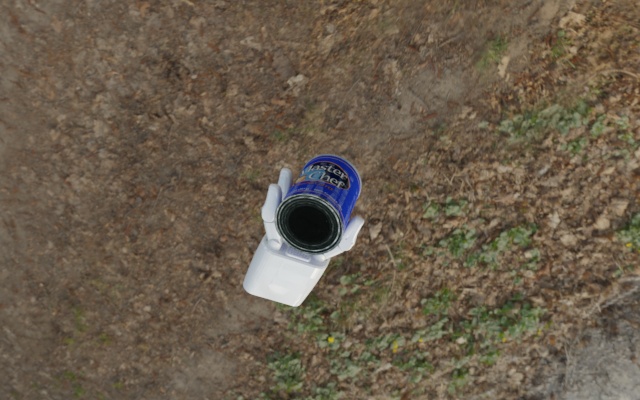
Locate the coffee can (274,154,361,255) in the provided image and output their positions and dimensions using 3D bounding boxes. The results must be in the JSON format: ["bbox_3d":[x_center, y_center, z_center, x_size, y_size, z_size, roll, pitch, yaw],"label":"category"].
[{"bbox_3d":[0.000,0.002,0.733,0.103,0.103,0.140,0,28,17],"label":"coffee can"}]
